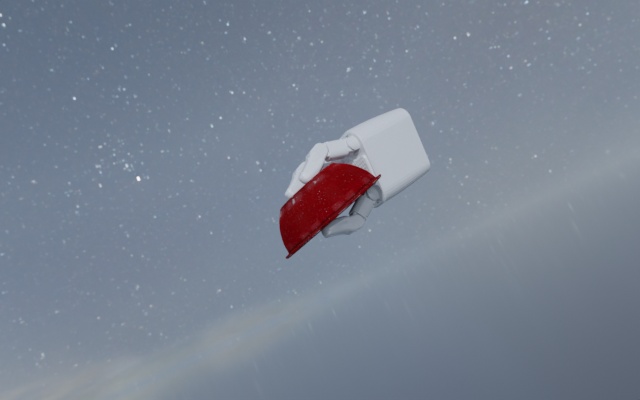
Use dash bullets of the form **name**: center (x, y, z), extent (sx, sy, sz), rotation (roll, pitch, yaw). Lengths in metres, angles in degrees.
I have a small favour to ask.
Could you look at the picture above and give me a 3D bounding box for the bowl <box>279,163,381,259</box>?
- **bowl**: center (-0.001, 0.002, 0.611), extent (0.162, 0.055, 0.162), rotation (-42, -1, -1)
